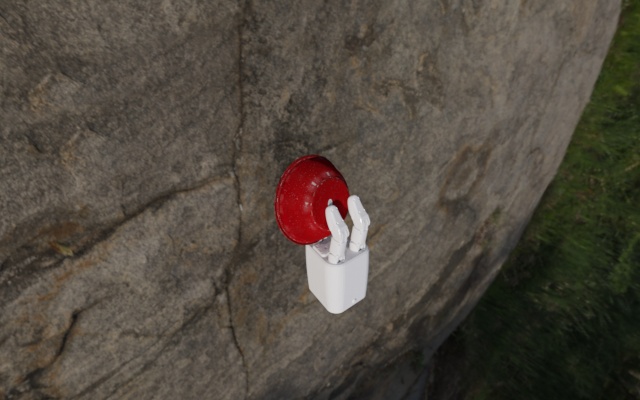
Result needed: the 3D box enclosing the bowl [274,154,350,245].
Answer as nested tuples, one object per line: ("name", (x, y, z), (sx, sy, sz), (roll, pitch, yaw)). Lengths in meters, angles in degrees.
("bowl", (0.000, 0.002, 0.821), (0.162, 0.162, 0.055), (0, 7, -43))
